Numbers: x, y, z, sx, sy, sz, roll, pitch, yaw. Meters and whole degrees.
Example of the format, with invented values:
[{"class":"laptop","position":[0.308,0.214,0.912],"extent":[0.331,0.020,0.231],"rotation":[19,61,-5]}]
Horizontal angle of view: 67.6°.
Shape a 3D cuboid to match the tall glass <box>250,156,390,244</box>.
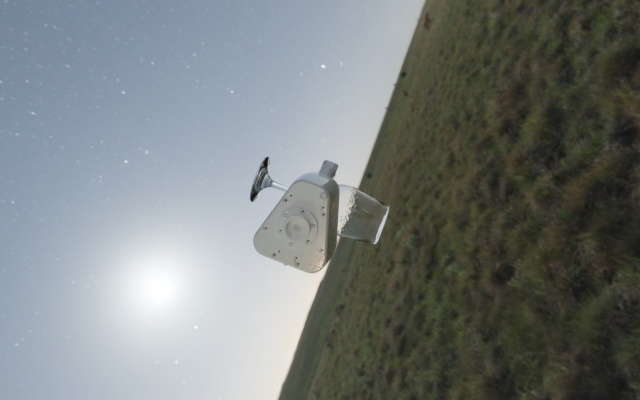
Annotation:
[{"class":"tall glass","position":[0.000,0.002,0.720],"extent":[0.201,0.079,0.079],"rotation":[20,1,4]}]
